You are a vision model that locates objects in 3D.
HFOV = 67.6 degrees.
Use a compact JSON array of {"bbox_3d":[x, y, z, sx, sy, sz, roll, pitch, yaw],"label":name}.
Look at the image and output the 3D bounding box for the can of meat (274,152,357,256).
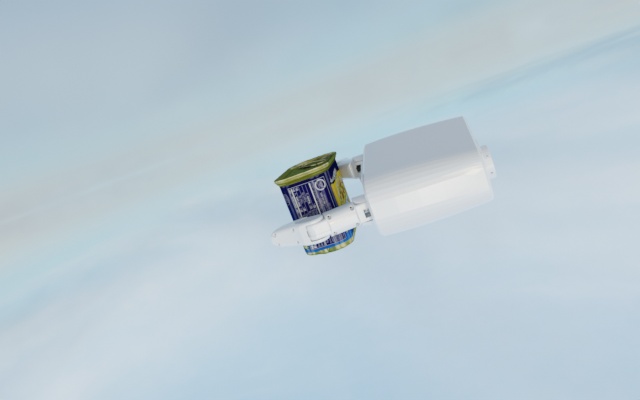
[{"bbox_3d":[0.000,0.002,0.500,0.057,0.084,0.102,-19,11,12],"label":"can of meat"}]
